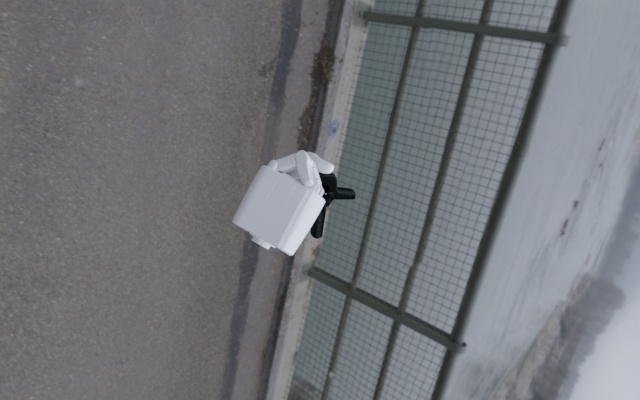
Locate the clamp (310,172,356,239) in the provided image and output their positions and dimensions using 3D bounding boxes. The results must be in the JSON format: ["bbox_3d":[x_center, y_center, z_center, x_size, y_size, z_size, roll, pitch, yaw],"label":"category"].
[{"bbox_3d":[0.001,0.003,0.872,0.039,0.120,0.171,28,-7,33],"label":"clamp"}]
